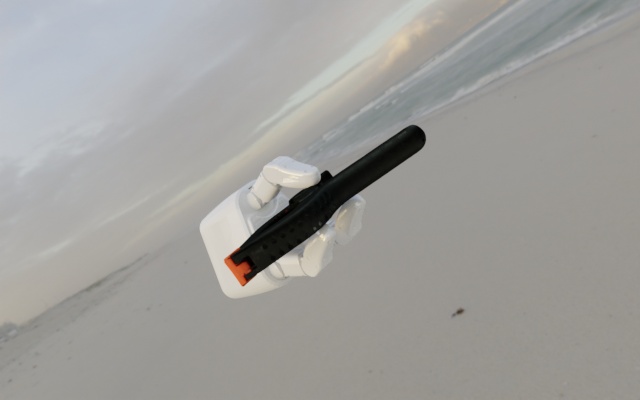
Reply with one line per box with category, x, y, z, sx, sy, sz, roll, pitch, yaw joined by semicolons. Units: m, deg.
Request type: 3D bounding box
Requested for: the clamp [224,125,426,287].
clamp;-0.001;0.001;0.445;0.164;0.036;0.210;-28;10;48
